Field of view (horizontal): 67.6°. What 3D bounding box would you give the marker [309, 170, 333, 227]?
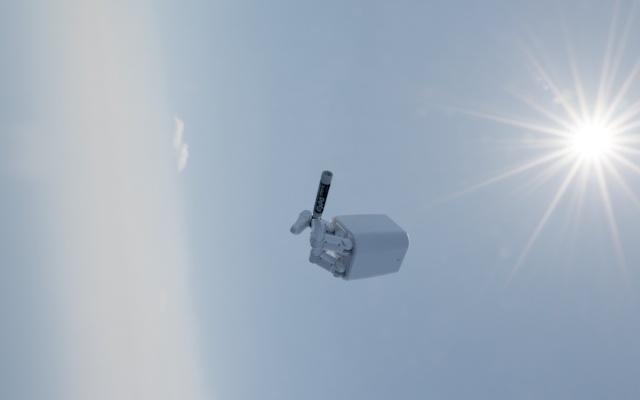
[{"bbox_3d":[0.000,0.003,0.807,0.020,0.121,0.020,9,39,-7],"label":"marker"}]
